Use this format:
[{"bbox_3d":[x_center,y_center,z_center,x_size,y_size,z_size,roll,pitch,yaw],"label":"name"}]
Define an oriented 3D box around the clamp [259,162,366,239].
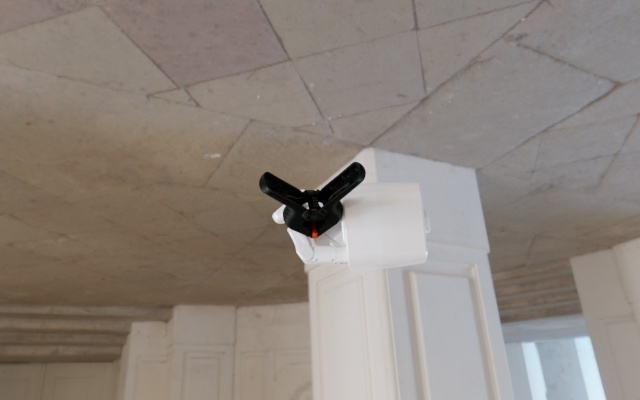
[{"bbox_3d":[0.000,0.003,0.598,0.120,0.039,0.171,-5,-23,6],"label":"clamp"}]
